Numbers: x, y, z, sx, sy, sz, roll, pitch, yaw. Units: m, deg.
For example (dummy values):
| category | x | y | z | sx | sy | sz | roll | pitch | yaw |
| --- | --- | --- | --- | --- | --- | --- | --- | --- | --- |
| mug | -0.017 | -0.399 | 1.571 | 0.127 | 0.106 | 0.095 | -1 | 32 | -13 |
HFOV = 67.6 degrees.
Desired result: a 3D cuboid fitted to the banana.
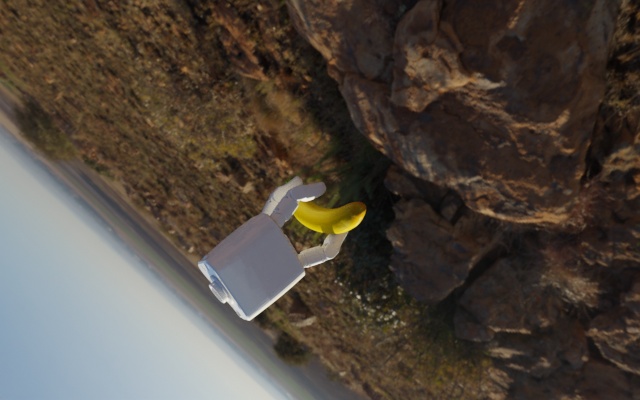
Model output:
| category | x | y | z | sx | sy | sz | roll | pitch | yaw |
| --- | --- | --- | --- | --- | --- | --- | --- | --- | --- |
| banana | 0.003 | 0.018 | 0.725 | 0.037 | 0.070 | 0.197 | -31 | 28 | -28 |
